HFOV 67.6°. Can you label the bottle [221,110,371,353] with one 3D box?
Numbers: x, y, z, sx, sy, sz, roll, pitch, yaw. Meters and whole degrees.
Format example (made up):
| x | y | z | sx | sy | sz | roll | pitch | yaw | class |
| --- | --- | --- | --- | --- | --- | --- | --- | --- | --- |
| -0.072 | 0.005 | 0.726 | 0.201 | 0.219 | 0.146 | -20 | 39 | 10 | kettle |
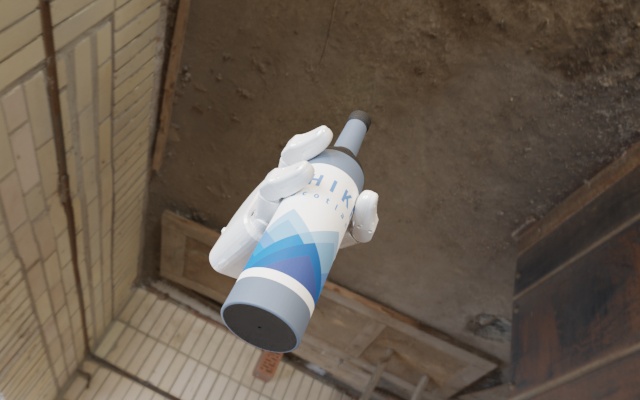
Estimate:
| x | y | z | sx | sy | sz | roll | pitch | yaw | class |
| --- | --- | --- | --- | --- | --- | --- | --- | --- | --- |
| 0.000 | 0.002 | 0.467 | 0.069 | 0.069 | 0.295 | 0 | 41 | 25 | bottle |
